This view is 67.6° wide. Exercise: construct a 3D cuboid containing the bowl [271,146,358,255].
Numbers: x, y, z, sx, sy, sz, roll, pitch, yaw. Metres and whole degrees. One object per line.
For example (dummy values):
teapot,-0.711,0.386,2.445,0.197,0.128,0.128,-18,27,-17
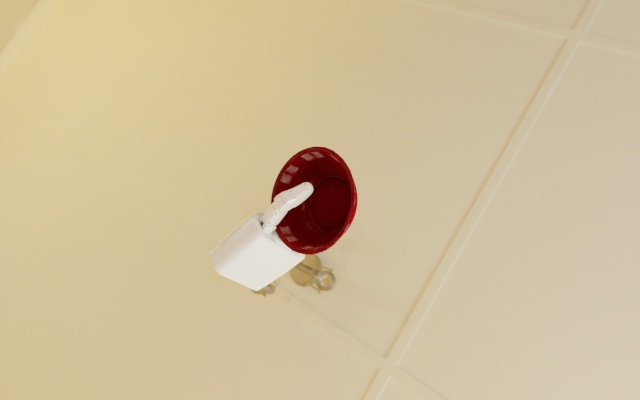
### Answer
bowl,0.001,0.002,0.723,0.162,0.162,0.055,0,-7,40
